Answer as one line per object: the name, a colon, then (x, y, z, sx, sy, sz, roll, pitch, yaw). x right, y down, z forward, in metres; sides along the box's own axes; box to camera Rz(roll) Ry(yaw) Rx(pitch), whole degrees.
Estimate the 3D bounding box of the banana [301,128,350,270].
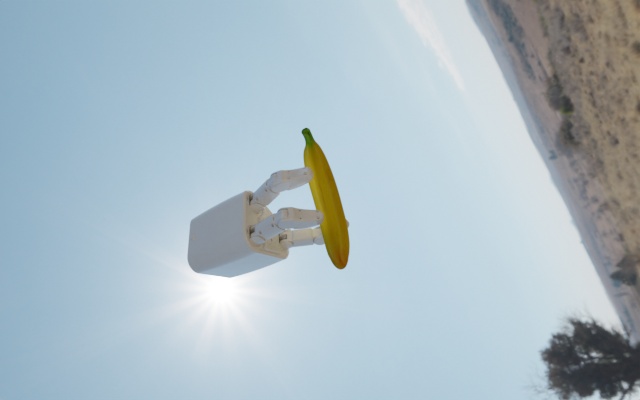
banana: (0.006, 0.001, 0.659, 0.037, 0.197, 0.069, -21, -14, 17)
